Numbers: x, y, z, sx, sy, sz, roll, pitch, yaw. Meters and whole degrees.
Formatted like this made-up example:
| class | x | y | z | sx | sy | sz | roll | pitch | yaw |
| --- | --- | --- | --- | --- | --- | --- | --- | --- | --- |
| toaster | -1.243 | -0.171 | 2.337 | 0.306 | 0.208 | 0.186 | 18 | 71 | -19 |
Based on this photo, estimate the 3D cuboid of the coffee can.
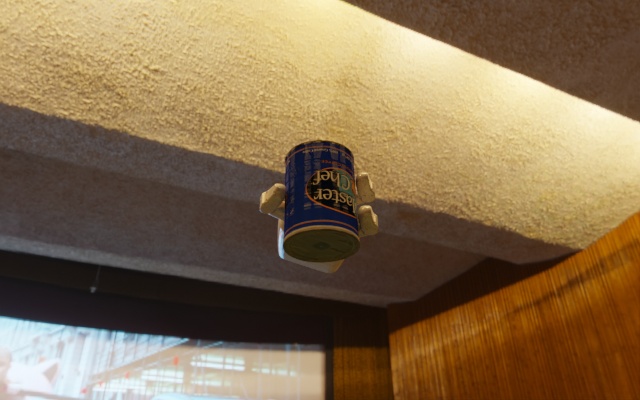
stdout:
| class | x | y | z | sx | sy | sz | roll | pitch | yaw |
| --- | --- | --- | --- | --- | --- | --- | --- | --- | --- |
| coffee can | 0.000 | 0.002 | 0.666 | 0.103 | 0.140 | 0.103 | -1 | -30 | 0 |
